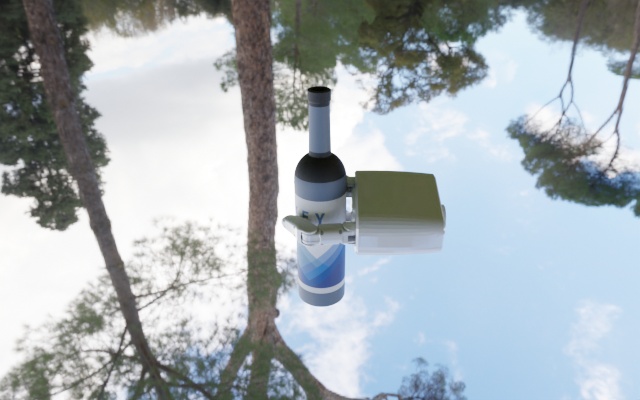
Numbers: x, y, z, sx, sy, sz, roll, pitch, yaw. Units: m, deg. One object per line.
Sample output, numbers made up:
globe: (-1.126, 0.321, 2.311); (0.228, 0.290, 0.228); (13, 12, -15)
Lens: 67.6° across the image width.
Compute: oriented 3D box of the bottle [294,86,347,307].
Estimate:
bottle: (0.000, 0.002, 0.615); (0.069, 0.296, 0.069); (-1, 29, 0)
